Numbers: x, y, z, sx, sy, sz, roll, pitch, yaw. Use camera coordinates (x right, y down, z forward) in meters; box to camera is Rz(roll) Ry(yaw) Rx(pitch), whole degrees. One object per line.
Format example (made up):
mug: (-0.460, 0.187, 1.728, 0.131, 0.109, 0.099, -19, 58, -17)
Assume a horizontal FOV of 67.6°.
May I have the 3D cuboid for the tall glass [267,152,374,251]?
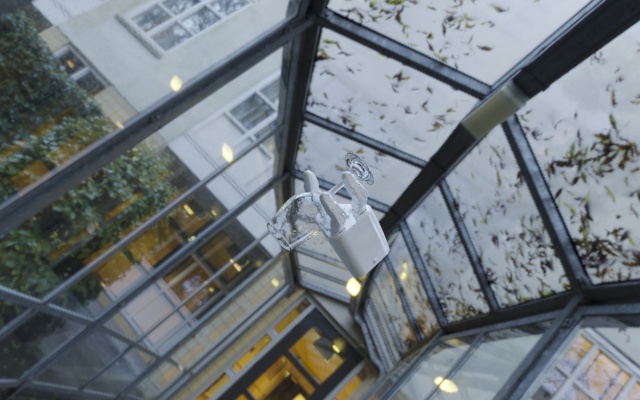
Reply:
tall glass: (0.001, 0.002, 0.846, 0.201, 0.079, 0.079, -40, 15, -19)
